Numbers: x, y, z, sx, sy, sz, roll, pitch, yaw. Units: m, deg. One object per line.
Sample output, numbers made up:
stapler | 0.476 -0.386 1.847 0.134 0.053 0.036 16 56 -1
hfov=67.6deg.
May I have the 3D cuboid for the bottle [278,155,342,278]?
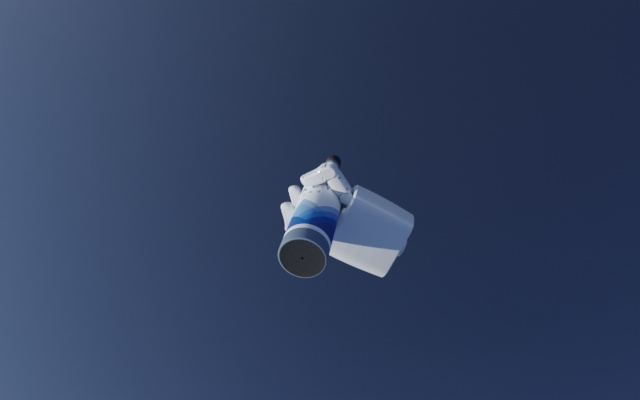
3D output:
bottle | 0.000 0.003 0.751 0.069 0.069 0.295 0 30 11
